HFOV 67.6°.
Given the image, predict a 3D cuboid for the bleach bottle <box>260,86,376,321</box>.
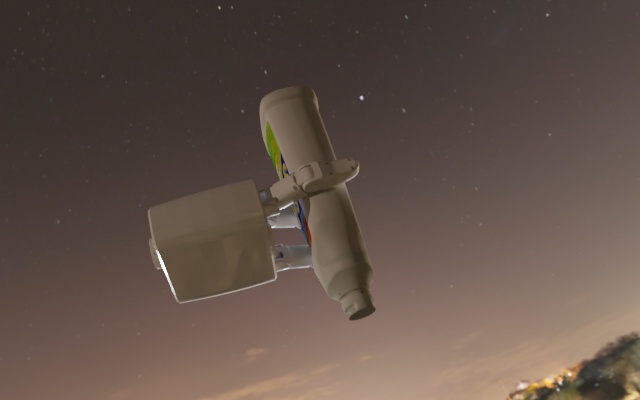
[{"bbox_3d":[0.000,0.002,0.504,0.068,0.250,0.103,-15,-31,-12],"label":"bleach bottle"}]
